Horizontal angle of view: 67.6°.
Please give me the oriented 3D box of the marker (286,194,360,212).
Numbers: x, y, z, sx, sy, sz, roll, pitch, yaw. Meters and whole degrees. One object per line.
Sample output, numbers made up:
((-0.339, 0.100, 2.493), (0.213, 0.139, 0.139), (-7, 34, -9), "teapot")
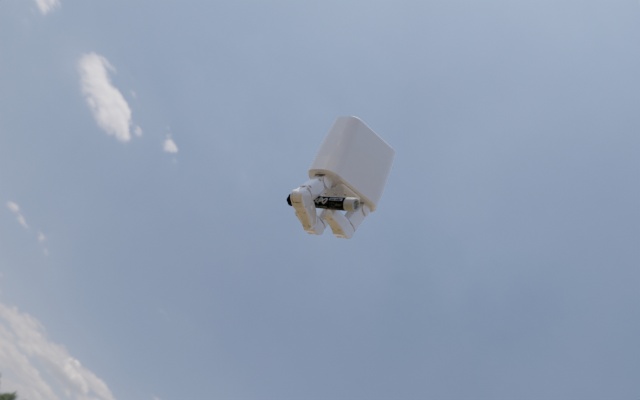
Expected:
((0.000, 0.002, 0.663), (0.121, 0.020, 0.020), (4, 3, 39), "marker")
